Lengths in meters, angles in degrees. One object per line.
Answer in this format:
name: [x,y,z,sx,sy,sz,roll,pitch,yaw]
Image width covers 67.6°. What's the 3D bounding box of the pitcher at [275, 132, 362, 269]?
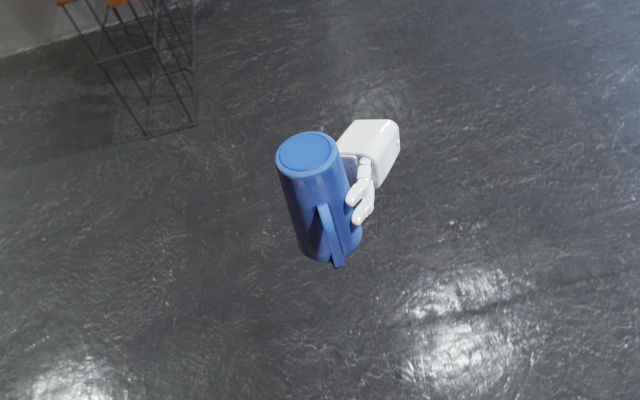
pitcher: [0.000,0.003,0.870,0.149,0.145,0.243,21,-32,28]
